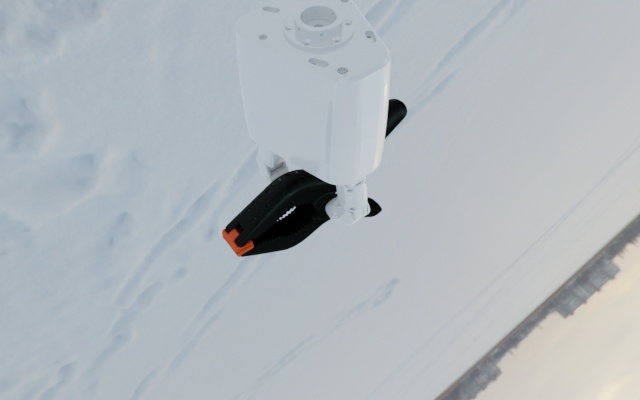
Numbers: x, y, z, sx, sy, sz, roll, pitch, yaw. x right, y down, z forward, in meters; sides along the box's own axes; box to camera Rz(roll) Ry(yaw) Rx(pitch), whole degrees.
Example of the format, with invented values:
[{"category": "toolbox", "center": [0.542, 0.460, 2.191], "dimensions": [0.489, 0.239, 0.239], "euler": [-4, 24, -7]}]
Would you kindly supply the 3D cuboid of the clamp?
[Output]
[{"category": "clamp", "center": [0.000, 0.002, 0.490], "dimensions": [0.210, 0.165, 0.036], "euler": [-32, 57, -21]}]
